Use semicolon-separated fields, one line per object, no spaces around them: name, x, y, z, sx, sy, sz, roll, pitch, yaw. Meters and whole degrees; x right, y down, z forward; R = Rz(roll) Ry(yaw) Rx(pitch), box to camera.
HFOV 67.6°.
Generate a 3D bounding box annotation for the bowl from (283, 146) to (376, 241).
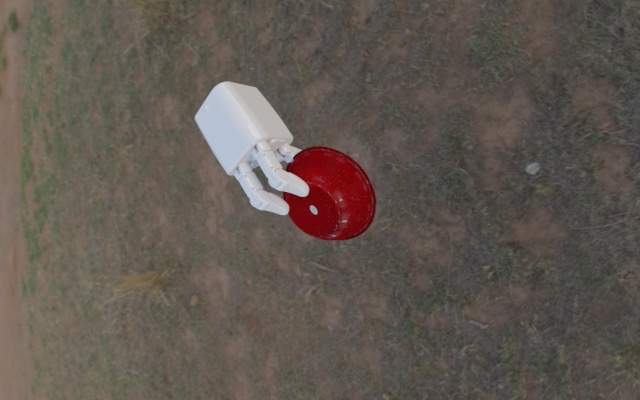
bowl;0.001;0.003;0.723;0.162;0.162;0.055;0;26;32
